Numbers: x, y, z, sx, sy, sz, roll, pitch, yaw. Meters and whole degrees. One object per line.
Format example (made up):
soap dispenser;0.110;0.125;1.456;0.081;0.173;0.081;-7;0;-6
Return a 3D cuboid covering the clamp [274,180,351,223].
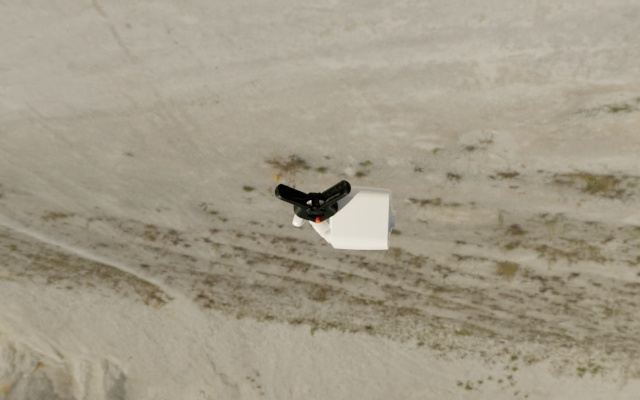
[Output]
clamp;0.000;0.003;0.817;0.120;0.039;0.171;0;-15;11
